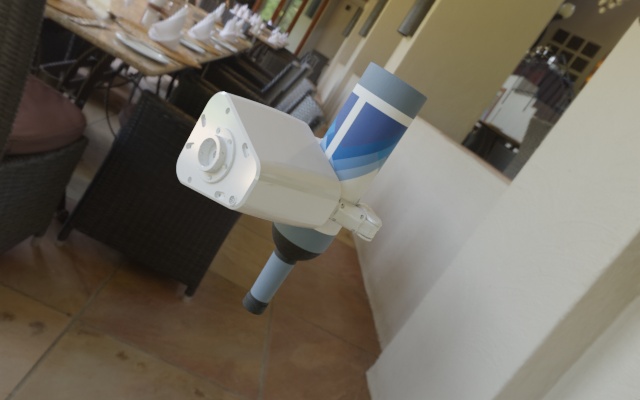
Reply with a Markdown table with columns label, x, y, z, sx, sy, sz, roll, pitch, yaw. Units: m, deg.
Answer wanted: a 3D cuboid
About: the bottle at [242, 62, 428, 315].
| label | x | y | z | sx | sy | sz | roll | pitch | yaw |
| --- | --- | --- | --- | --- | --- | --- | --- | --- | --- |
| bottle | 0.000 | 0.001 | 0.505 | 0.069 | 0.296 | 0.069 | 30 | 15 | -9 |
